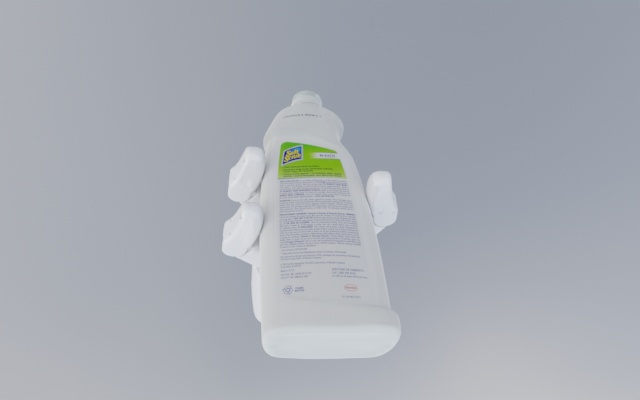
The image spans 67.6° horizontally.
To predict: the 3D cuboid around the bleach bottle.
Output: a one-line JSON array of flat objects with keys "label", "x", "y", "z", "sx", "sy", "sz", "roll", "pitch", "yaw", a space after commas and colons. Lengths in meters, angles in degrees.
[{"label": "bleach bottle", "x": 0.000, "y": 0.001, "z": 0.410, "sx": 0.102, "sy": 0.250, "sz": 0.068, "roll": 2, "pitch": -36, "yaw": -7}]
